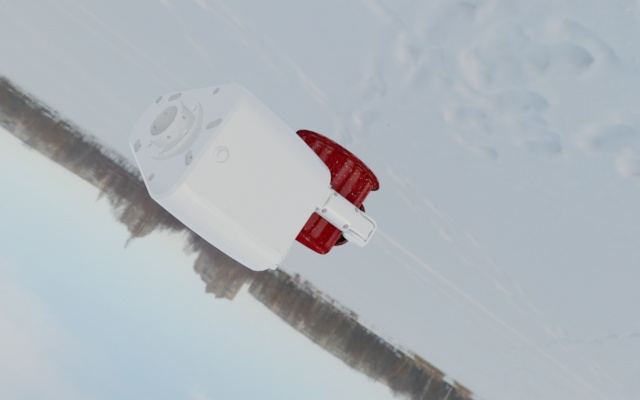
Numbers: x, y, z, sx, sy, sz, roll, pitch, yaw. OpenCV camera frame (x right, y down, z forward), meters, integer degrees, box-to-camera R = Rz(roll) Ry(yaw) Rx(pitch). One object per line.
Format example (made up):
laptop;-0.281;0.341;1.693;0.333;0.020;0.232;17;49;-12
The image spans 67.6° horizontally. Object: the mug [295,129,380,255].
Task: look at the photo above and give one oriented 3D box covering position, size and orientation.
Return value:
mug;0.001;0.002;0.446;0.093;0.081;0.117;24;-14;46
